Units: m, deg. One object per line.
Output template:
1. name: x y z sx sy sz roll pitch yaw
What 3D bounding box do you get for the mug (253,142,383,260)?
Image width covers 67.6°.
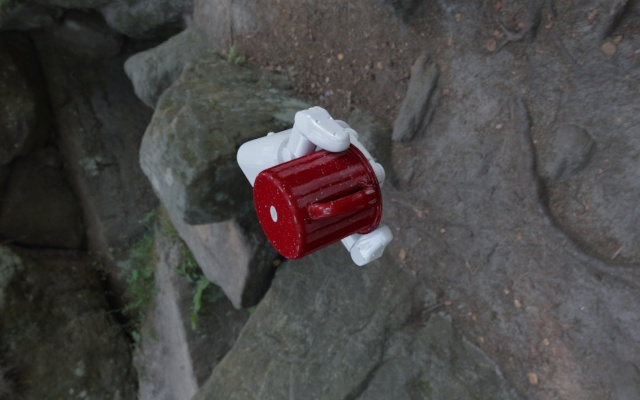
1. mug: 0.001 0.002 0.409 0.081 0.093 0.117 -22 14 -28
